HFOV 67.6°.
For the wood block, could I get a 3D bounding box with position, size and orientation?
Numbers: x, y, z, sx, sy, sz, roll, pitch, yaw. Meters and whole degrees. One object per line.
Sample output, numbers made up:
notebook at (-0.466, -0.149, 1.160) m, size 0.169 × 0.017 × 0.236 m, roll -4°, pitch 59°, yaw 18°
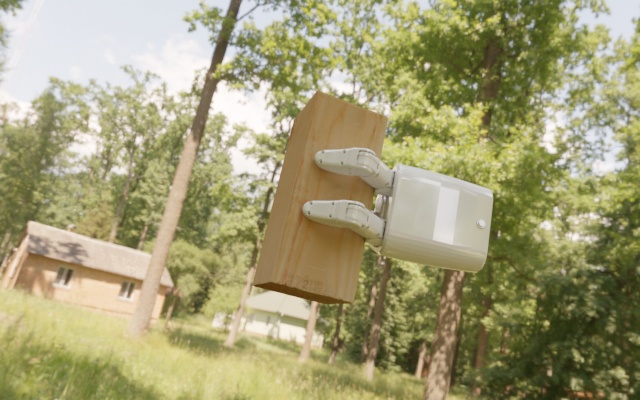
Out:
wood block at (0.000, 0.002, 0.525) m, size 0.090 × 0.206 × 0.091 m, roll 17°, pitch -17°, yaw -15°
